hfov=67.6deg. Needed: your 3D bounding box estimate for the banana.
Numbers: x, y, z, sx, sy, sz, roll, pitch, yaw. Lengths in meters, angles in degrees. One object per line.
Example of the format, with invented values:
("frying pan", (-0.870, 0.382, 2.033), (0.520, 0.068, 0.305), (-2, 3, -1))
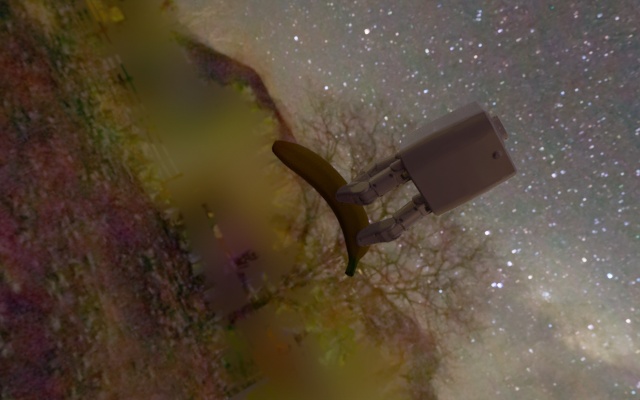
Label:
("banana", (0.013, -0.003, 0.617), (0.069, 0.198, 0.037), (-34, 3, -42))
